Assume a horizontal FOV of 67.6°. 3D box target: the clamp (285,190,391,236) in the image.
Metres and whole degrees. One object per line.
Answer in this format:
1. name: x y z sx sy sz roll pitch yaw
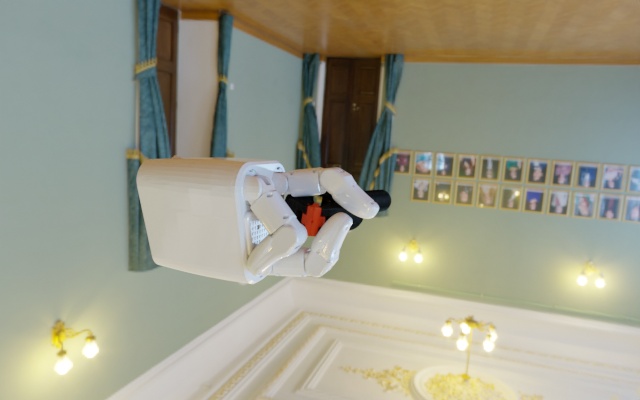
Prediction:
1. clamp: 0.000 0.002 0.499 0.120 0.039 0.171 5 8 19
